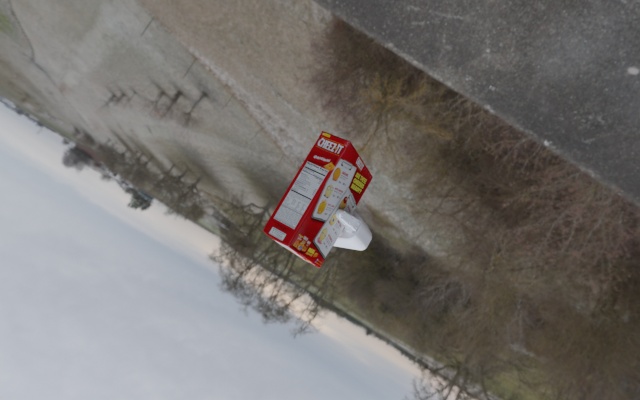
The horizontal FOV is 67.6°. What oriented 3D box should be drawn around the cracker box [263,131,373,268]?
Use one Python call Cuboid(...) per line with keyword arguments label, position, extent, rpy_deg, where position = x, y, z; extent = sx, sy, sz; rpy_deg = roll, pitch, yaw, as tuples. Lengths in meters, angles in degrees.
Cuboid(label="cracker box", position=(0.000, 0.003, 0.892), extent=(0.072, 0.213, 0.164), rpy_deg=(26, -9, 27))
